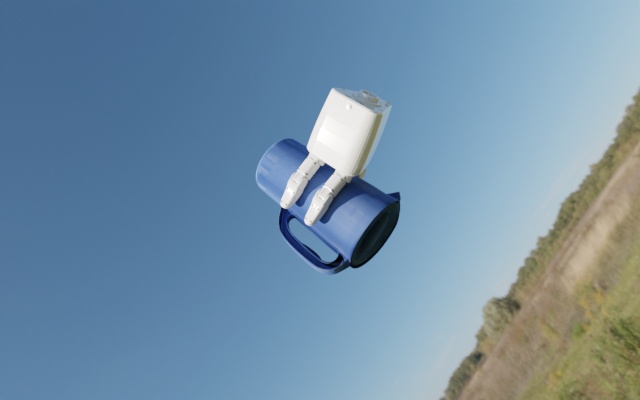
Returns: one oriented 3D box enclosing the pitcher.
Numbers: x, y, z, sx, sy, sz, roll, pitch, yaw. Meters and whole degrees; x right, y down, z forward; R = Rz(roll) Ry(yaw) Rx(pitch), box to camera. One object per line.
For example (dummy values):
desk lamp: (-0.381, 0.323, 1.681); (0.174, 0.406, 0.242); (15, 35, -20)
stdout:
pitcher: (0.000, 0.002, 0.810); (0.242, 0.145, 0.149); (35, 28, 24)
